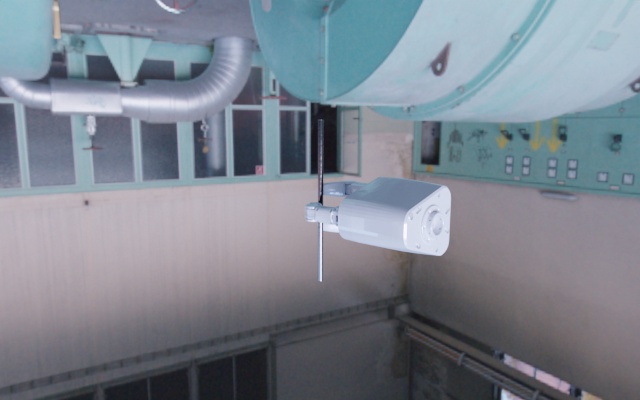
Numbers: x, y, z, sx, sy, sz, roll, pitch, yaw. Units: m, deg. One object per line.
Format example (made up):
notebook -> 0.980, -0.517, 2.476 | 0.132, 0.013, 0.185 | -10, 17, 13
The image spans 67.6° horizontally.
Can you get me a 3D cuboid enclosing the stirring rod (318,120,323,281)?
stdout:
stirring rod -> 0.000, 0.002, 0.707 | 0.011, 0.239, 0.011 | 0, 9, 0
